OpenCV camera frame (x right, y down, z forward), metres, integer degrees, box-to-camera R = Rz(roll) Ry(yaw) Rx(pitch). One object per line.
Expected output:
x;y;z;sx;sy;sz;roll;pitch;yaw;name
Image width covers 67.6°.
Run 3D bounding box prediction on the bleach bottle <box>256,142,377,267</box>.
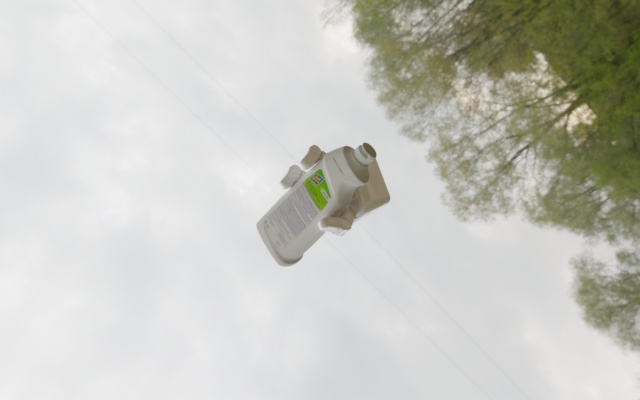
0.000;0.002;0.772;0.251;0.102;0.068;-42;-16;33;bleach bottle
